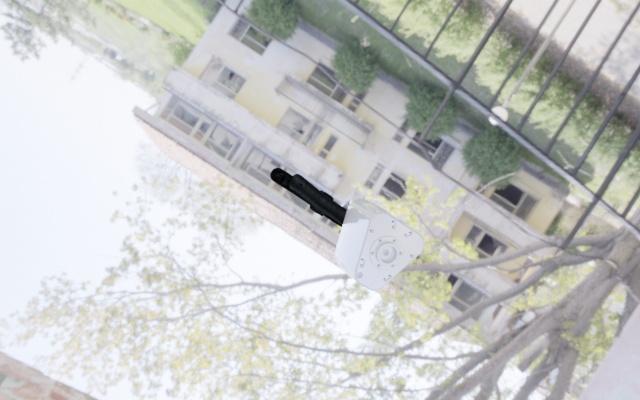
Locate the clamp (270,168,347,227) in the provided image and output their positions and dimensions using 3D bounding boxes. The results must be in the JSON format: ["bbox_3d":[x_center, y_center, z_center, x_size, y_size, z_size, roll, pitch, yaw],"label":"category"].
[{"bbox_3d":[0.000,0.003,0.757,0.171,0.039,0.120,32,2,-14],"label":"clamp"}]
